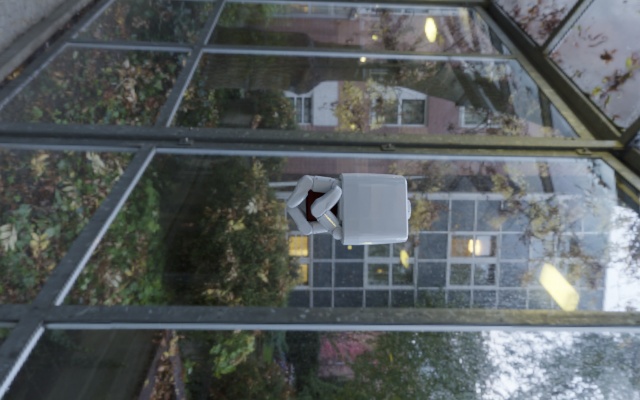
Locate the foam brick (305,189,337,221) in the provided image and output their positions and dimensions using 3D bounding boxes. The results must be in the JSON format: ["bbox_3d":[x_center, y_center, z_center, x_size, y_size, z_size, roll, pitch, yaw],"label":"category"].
[{"bbox_3d":[0.000,0.003,0.826,0.051,0.053,0.078,-1,12,-3],"label":"foam brick"}]
